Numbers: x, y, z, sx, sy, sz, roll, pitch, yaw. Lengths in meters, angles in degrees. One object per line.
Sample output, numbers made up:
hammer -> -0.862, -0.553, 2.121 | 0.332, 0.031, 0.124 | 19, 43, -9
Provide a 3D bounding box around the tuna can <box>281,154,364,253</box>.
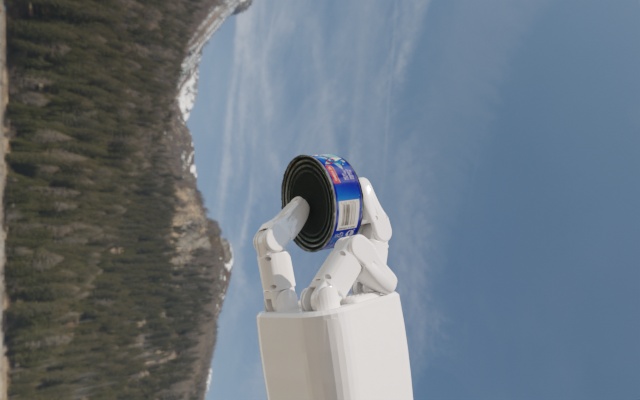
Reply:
tuna can -> 0.001, 0.001, 0.426 | 0.034, 0.086, 0.086 | -7, 4, -34
